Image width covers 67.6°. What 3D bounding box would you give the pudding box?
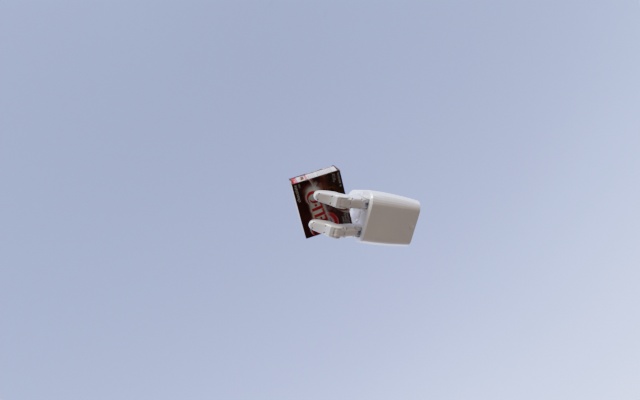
[{"bbox_3d":[0.000,0.003,0.857,0.090,0.113,0.039,-18,21,-8],"label":"pudding box"}]
